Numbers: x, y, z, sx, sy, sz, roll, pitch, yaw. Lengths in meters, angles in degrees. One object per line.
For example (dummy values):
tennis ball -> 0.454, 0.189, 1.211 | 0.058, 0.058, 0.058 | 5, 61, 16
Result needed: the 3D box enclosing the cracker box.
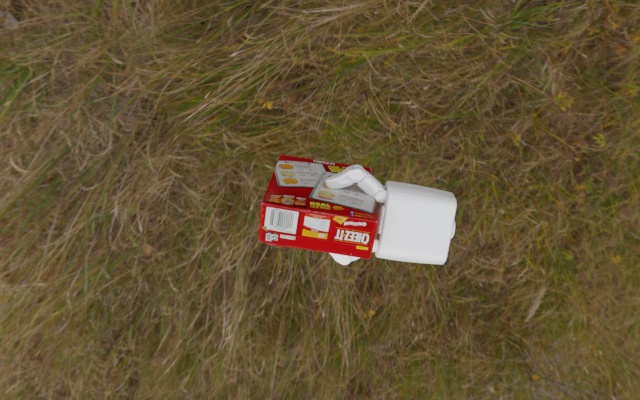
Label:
cracker box -> 0.000, 0.002, 0.754 | 0.164, 0.072, 0.213 | 9, 24, -1
